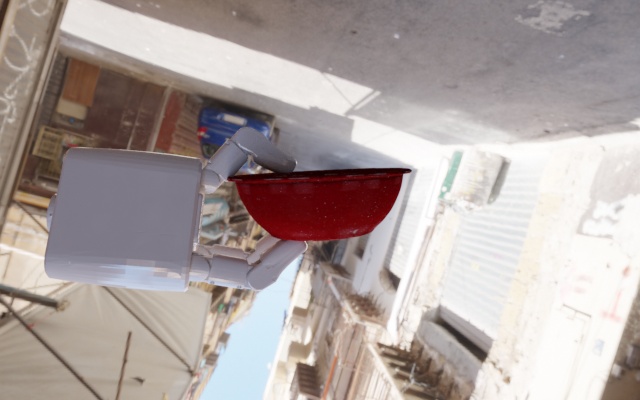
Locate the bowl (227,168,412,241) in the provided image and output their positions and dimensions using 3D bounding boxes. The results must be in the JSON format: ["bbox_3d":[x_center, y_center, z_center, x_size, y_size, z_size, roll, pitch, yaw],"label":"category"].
[{"bbox_3d":[0.001,0.002,0.425,0.162,0.055,0.162,-3,5,0],"label":"bowl"}]
